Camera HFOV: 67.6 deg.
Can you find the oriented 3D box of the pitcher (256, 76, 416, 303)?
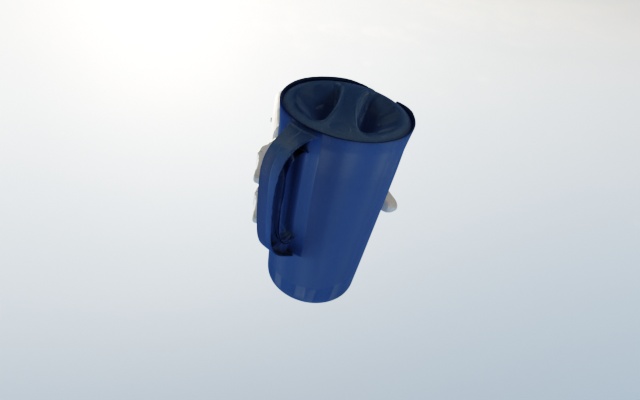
[{"bbox_3d":[0.000,0.002,0.521,0.149,0.243,0.145,4,37,-12],"label":"pitcher"}]
